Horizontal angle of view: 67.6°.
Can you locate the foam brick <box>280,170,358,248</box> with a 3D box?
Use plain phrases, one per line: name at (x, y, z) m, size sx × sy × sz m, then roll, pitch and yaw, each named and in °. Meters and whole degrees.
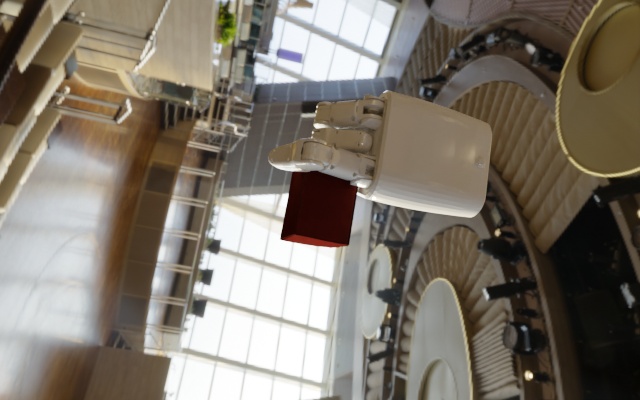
foam brick at (0.000, 0.002, 0.433) m, size 0.051 × 0.078 × 0.053 m, roll 14°, pitch -12°, yaw -17°
